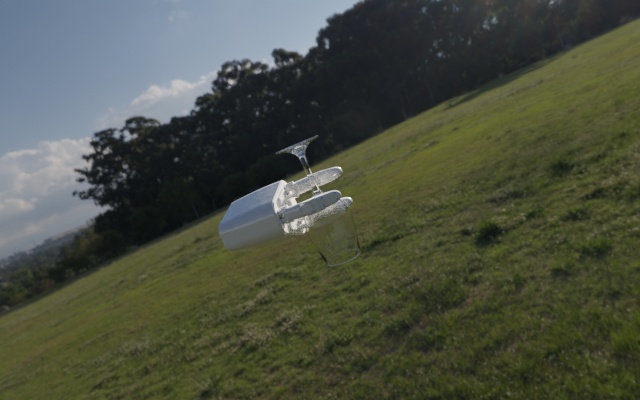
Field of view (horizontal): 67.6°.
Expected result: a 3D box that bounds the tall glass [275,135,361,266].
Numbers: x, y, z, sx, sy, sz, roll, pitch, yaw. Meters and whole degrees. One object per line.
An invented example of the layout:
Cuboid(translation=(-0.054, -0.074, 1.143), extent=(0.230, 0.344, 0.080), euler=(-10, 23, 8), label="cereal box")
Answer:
Cuboid(translation=(0.000, 0.002, 0.767), extent=(0.079, 0.201, 0.079), euler=(-22, 7, 3), label="tall glass")
